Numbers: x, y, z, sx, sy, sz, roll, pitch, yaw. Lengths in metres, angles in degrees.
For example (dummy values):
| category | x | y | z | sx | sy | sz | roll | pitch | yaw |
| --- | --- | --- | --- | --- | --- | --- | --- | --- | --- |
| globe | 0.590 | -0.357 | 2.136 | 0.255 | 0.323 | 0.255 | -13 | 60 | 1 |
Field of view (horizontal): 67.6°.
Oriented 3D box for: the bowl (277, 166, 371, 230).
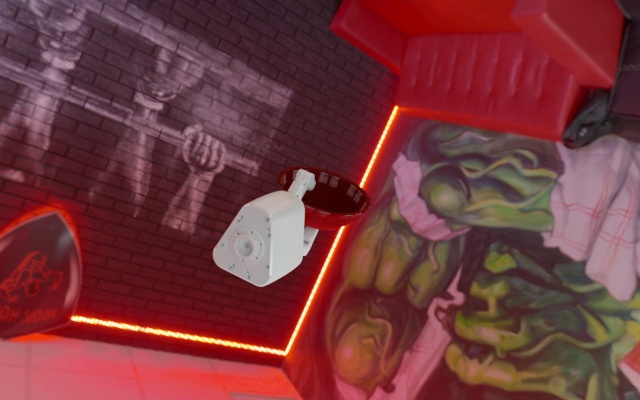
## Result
| category | x | y | z | sx | sy | sz | roll | pitch | yaw |
| --- | --- | --- | --- | --- | --- | --- | --- | --- | --- |
| bowl | 0.001 | 0.003 | 0.807 | 0.162 | 0.055 | 0.162 | 14 | 27 | -7 |
